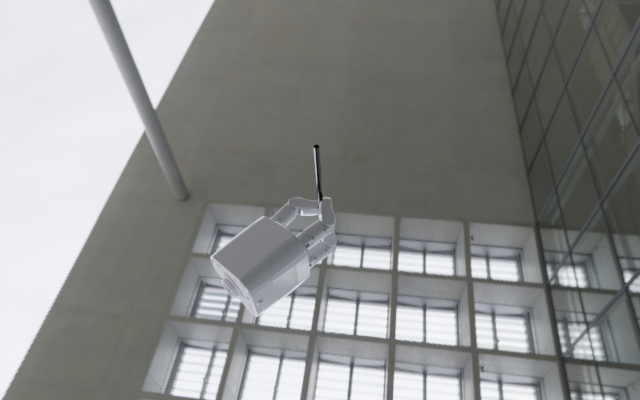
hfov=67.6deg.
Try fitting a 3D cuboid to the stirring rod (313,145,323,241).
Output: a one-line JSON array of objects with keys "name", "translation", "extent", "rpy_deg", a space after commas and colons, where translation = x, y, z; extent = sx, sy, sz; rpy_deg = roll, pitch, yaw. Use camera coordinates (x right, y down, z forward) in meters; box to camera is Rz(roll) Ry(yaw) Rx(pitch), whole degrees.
[{"name": "stirring rod", "translation": [0.000, 0.002, 0.746], "extent": [0.011, 0.011, 0.240], "rpy_deg": [0, -39, 4]}]
